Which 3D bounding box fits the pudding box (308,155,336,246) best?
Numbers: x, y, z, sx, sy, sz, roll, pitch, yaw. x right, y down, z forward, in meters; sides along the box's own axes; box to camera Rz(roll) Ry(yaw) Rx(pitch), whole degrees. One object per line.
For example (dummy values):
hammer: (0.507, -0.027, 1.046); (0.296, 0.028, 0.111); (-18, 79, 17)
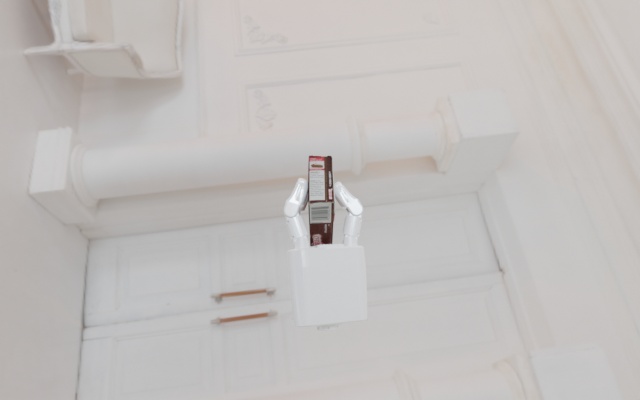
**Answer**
pudding box: (0.000, 0.002, 0.712); (0.039, 0.090, 0.114); (0, -37, -3)
